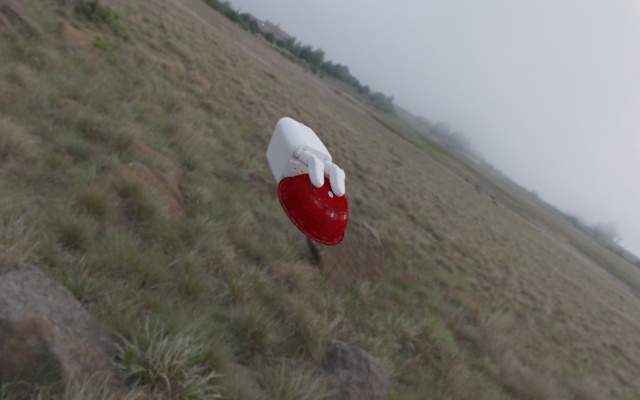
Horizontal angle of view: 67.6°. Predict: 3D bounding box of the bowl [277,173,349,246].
[{"bbox_3d":[0.001,0.004,0.883,0.055,0.162,0.162,-43,-24,28],"label":"bowl"}]
